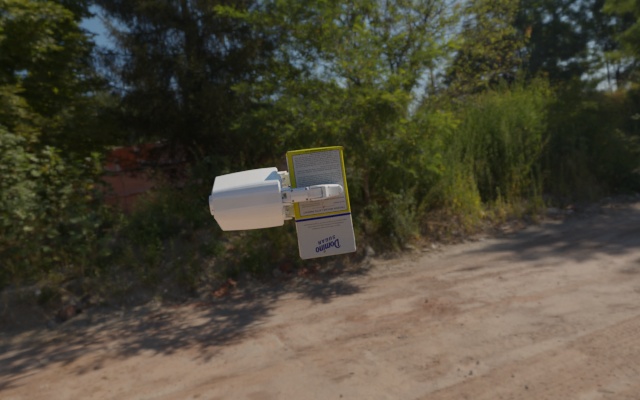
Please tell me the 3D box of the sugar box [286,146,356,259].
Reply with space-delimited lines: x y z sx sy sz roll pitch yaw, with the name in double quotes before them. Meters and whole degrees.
"sugar box" 0.000 0.002 0.790 0.093 0.176 0.048 -7 4 -6
